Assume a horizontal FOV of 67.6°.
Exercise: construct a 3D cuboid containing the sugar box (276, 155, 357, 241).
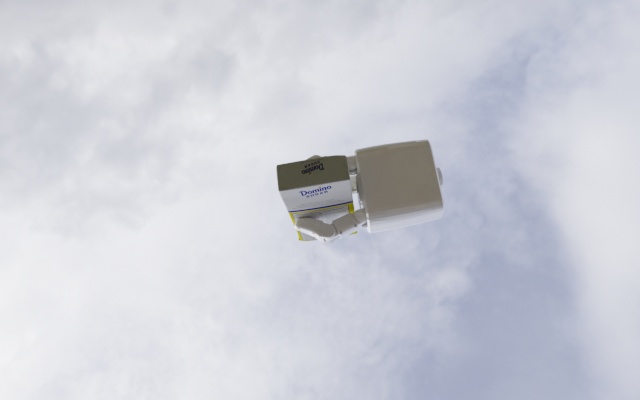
[{"bbox_3d":[0.000,0.002,0.672,0.093,0.048,0.176,-9,-29,2],"label":"sugar box"}]
